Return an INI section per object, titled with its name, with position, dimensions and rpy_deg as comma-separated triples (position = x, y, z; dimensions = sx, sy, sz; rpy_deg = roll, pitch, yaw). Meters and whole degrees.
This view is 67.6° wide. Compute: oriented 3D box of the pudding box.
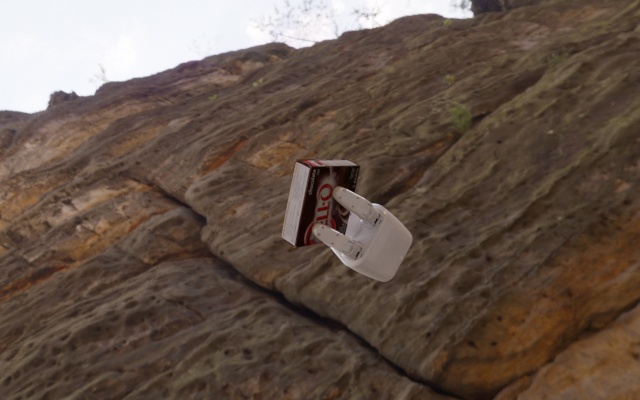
[pudding box]
position = 0.000, 0.002, 0.635
dimensions = 0.090, 0.113, 0.039
rpy_deg = -6, 22, -43
